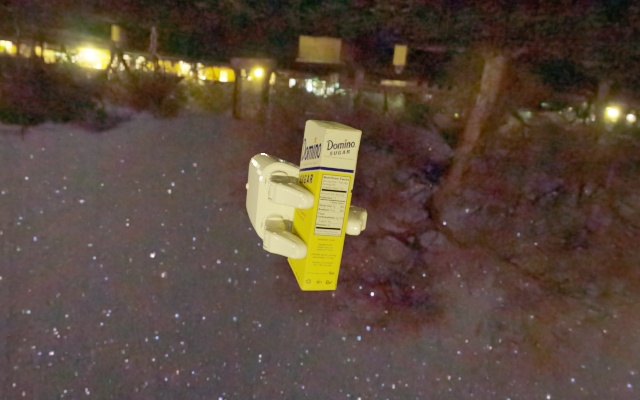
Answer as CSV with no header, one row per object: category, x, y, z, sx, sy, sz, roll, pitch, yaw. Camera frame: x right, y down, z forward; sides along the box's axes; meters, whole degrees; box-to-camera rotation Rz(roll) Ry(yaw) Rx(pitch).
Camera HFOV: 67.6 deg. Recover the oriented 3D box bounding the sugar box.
sugar box,-0.001,0.002,0.534,0.048,0.176,0.093,2,13,-15
